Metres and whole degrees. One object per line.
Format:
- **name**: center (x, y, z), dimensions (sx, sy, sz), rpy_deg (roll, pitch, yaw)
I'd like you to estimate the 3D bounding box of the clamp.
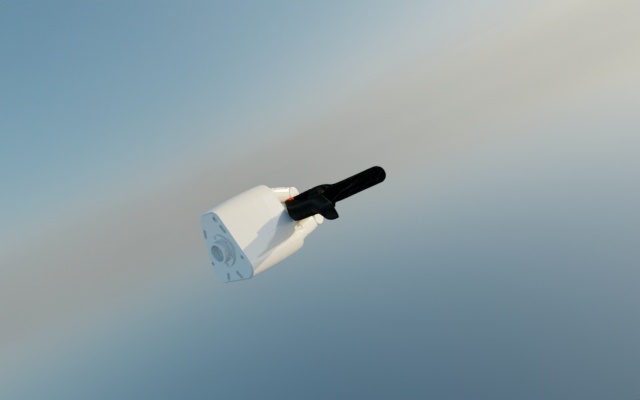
- **clamp**: center (0.000, 0.002, 0.671), dimensions (0.171, 0.039, 0.120), rpy_deg (-20, 8, 44)
